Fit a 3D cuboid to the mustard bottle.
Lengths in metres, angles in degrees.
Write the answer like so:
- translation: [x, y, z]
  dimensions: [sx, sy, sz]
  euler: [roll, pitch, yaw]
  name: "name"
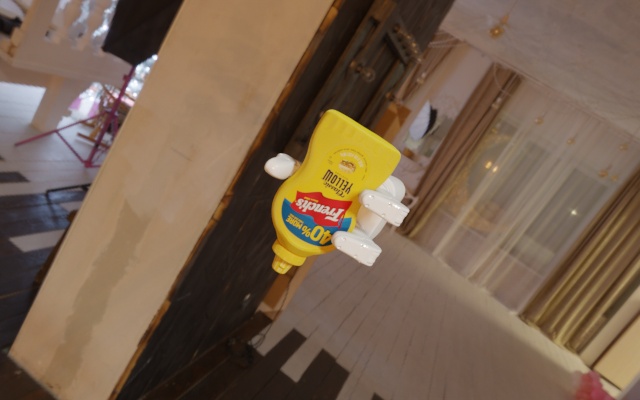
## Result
- translation: [0.000, 0.002, 0.539]
  dimensions: [0.096, 0.192, 0.058]
  euler: [30, 13, -10]
  name: "mustard bottle"
